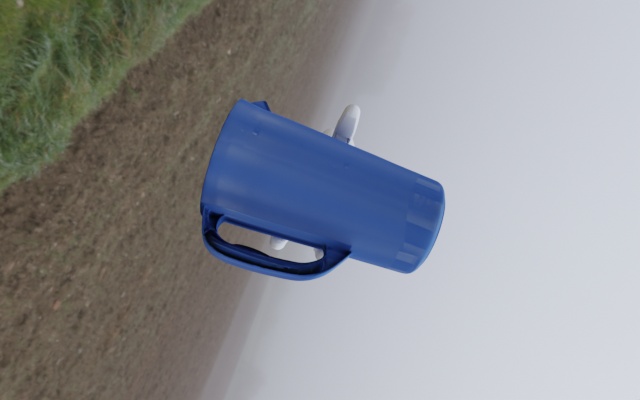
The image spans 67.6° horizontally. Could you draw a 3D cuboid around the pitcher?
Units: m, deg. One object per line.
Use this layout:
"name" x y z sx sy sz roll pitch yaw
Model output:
"pitcher" 0.000 0.002 0.514 0.243 0.149 0.145 19 18 -2
